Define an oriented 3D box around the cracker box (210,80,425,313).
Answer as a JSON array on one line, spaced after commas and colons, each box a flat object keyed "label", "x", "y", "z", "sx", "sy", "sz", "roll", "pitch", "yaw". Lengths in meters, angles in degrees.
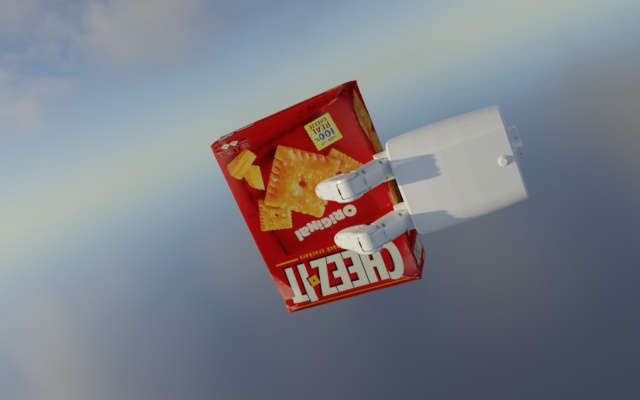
[{"label": "cracker box", "x": 0.000, "y": 0.001, "z": 0.522, "sx": 0.164, "sy": 0.214, "sz": 0.072, "roll": -19, "pitch": 12, "yaw": 21}]
